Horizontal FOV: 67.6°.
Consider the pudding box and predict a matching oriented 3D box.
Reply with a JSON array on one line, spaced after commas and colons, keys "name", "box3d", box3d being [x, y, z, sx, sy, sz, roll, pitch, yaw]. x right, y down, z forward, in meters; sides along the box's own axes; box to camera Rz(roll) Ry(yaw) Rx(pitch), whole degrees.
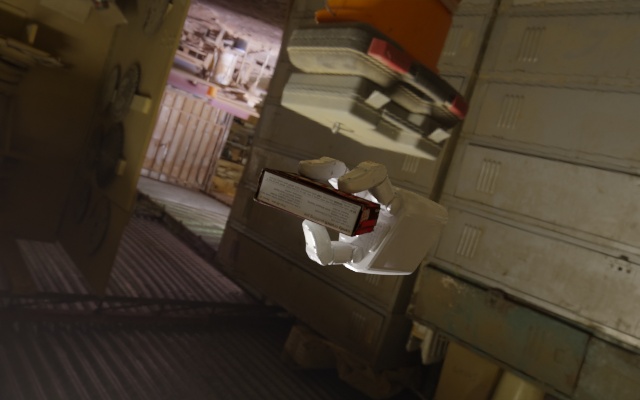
[{"name": "pudding box", "box3d": [0.000, 0.002, 0.501, 0.113, 0.039, 0.090, 18, 4, 17]}]
